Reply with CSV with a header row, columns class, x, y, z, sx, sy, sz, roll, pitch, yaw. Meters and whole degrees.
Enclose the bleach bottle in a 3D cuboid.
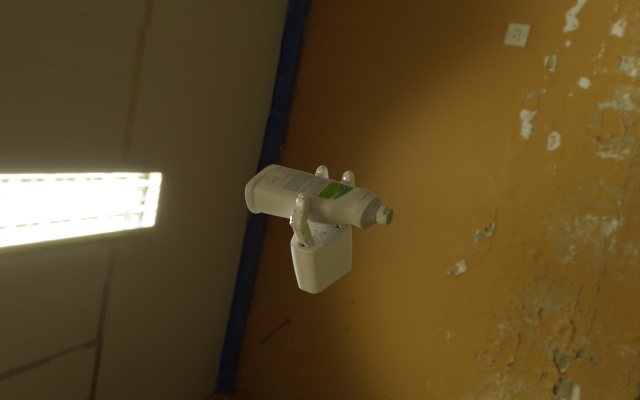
class,x,y,z,sx,sy,sz,roll,pitch,yaw
bleach bottle,0.000,0.003,0.821,0.251,0.068,0.102,15,40,27
